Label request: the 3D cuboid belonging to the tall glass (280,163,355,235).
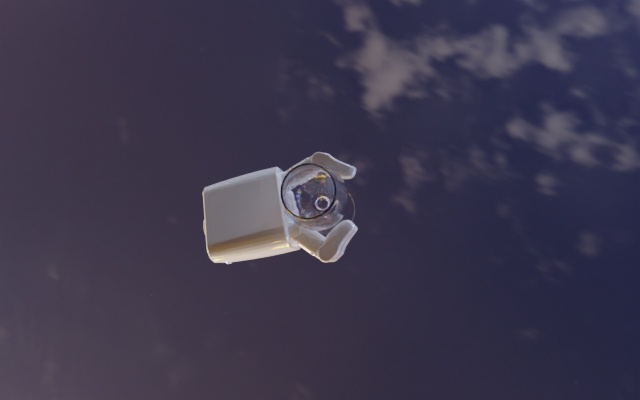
[{"bbox_3d":[0.000,0.002,0.613,0.079,0.079,0.201,0,-7,8],"label":"tall glass"}]
